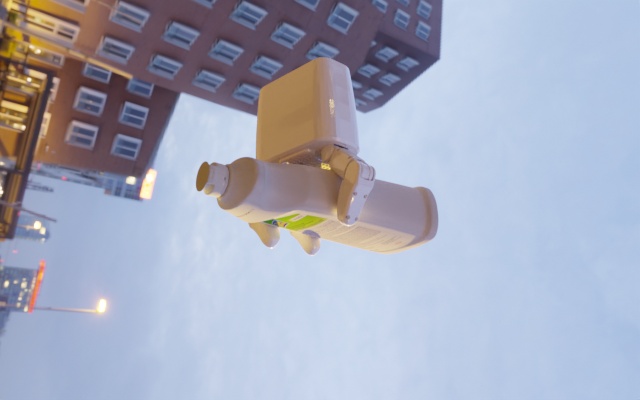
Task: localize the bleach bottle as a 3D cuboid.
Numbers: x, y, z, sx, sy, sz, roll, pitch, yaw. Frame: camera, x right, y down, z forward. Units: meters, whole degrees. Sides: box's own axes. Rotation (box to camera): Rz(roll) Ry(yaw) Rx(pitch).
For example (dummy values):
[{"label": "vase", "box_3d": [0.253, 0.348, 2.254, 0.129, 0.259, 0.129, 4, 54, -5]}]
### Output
[{"label": "bleach bottle", "box_3d": [0.000, 0.002, 0.488, 0.251, 0.068, 0.102, 14, -28, -35]}]
